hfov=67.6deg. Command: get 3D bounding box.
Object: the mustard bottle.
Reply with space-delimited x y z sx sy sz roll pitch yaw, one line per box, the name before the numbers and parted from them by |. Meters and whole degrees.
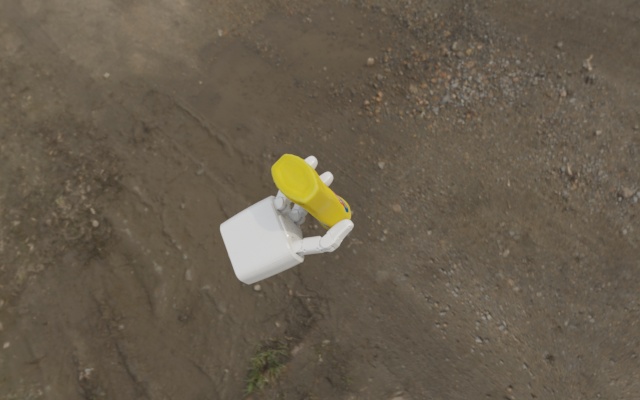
mustard bottle | 0.000 0.002 0.765 0.096 0.058 0.192 44 0 35
